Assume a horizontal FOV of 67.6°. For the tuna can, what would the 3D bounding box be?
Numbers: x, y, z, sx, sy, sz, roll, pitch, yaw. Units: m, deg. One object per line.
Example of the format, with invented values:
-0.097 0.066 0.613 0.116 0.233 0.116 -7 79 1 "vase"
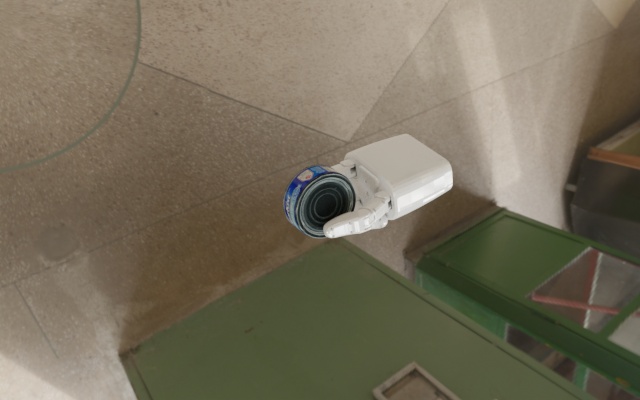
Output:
0.000 0.002 0.578 0.086 0.086 0.033 0 20 -32 "tuna can"
